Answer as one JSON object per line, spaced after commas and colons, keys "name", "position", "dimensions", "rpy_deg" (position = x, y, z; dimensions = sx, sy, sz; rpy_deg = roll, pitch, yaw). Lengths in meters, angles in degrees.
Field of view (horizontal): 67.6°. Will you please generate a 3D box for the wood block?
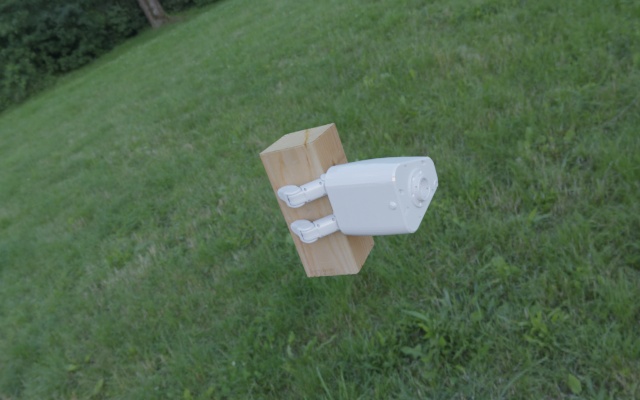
{"name": "wood block", "position": [0.001, 0.002, 0.717], "dimensions": [0.090, 0.206, 0.090], "rpy_deg": [-9, 22, 28]}
